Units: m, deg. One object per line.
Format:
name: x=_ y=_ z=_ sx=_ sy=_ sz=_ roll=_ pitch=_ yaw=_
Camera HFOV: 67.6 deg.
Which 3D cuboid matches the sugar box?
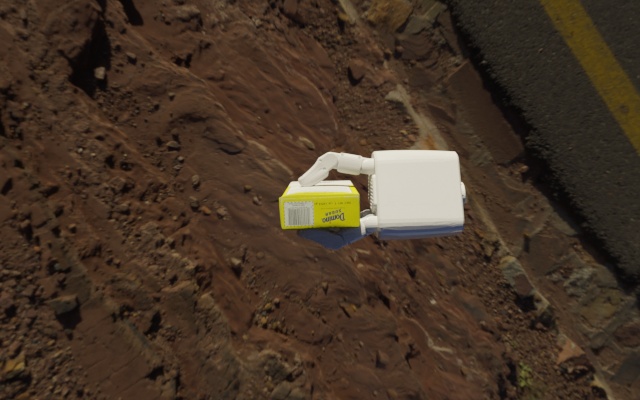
sugar box: x=0.000 y=0.003 z=0.628 sx=0.093 sy=0.048 sz=0.176 roll=-1 pitch=5 yaw=1
